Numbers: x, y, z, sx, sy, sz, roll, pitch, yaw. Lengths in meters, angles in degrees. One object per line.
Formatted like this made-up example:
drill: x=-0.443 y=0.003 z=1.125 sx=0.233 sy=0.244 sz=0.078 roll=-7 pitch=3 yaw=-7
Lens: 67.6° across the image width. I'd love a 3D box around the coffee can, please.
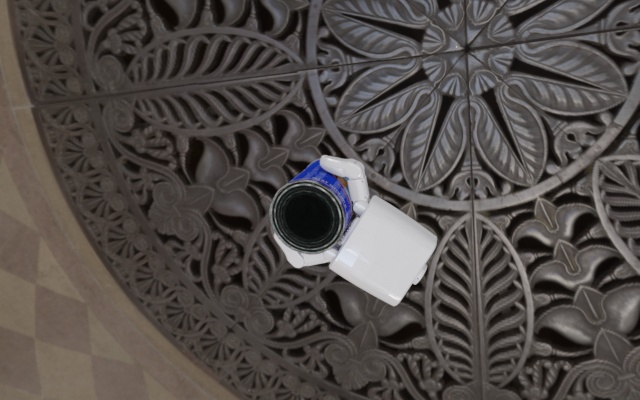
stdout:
coffee can: x=0.000 y=0.002 z=0.678 sx=0.103 sy=0.103 sz=0.140 roll=0 pitch=17 yaw=16
